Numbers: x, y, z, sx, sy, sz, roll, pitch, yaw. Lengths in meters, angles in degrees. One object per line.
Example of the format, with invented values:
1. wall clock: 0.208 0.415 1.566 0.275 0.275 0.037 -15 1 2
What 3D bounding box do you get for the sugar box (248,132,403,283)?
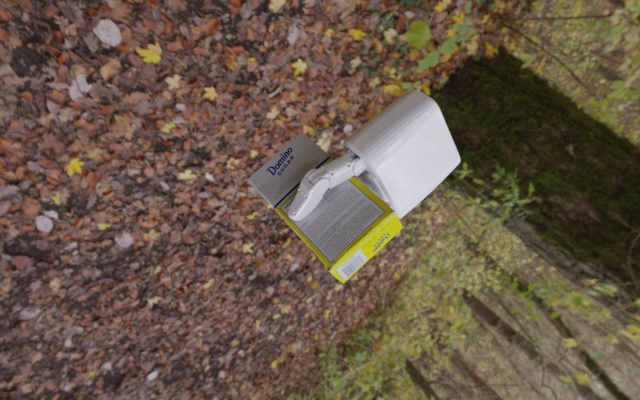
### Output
1. sugar box: 0.000 0.002 0.554 0.176 0.093 0.048 45 -5 39
